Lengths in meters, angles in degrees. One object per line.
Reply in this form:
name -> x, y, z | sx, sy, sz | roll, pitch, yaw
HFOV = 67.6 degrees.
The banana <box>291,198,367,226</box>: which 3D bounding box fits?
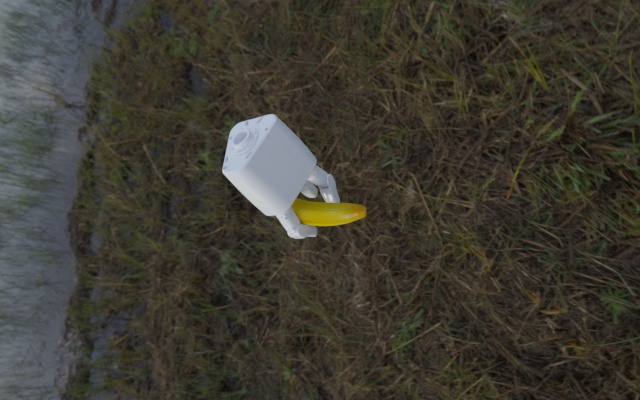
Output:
banana -> -0.015, 0.012, 0.768 | 0.069, 0.037, 0.198 | -36, 30, -29
